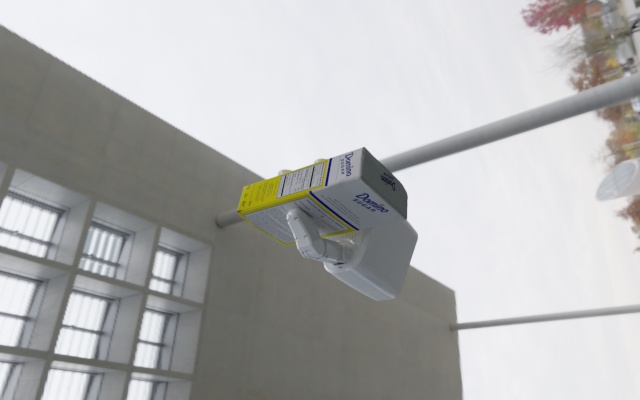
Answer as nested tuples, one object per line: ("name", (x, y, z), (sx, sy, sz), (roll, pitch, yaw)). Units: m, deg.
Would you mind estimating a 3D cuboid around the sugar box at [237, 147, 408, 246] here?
("sugar box", (0.000, 0.001, 0.540), (0.176, 0.048, 0.093), (-17, -39, 34))
